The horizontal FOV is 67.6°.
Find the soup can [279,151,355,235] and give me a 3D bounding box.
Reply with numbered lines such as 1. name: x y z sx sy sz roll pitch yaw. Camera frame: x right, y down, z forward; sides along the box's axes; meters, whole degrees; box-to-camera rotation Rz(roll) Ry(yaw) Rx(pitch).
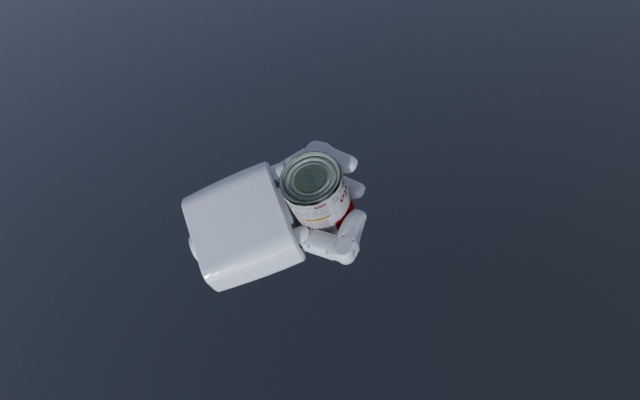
1. soup can: 0.001 0.001 0.525 0.068 0.068 0.102 0 -31 16
